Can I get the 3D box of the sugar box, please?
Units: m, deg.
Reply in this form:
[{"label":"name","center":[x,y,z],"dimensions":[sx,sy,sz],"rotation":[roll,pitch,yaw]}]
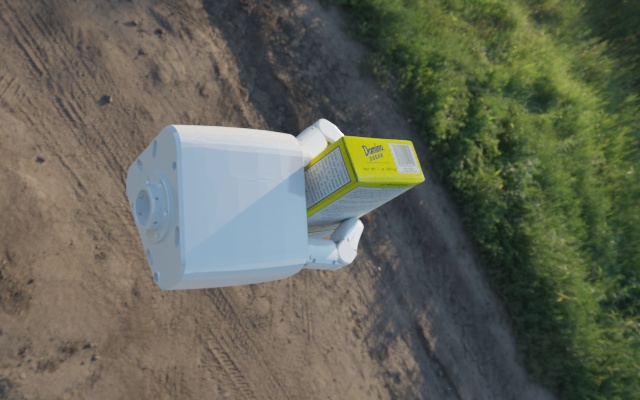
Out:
[{"label":"sugar box","center":[0.000,0.001,0.446],"dimensions":[0.093,0.048,0.176],"rotation":[-2,-20,-44]}]
